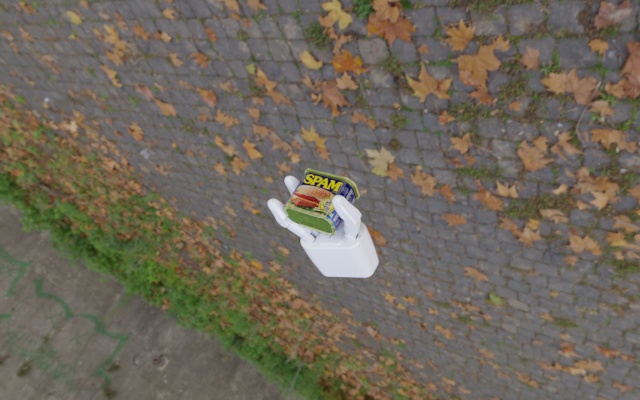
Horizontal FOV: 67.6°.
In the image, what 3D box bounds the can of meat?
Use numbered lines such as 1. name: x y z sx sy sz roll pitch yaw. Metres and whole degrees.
1. can of meat: 0.000 0.003 0.792 0.102 0.084 0.057 16 -30 29
